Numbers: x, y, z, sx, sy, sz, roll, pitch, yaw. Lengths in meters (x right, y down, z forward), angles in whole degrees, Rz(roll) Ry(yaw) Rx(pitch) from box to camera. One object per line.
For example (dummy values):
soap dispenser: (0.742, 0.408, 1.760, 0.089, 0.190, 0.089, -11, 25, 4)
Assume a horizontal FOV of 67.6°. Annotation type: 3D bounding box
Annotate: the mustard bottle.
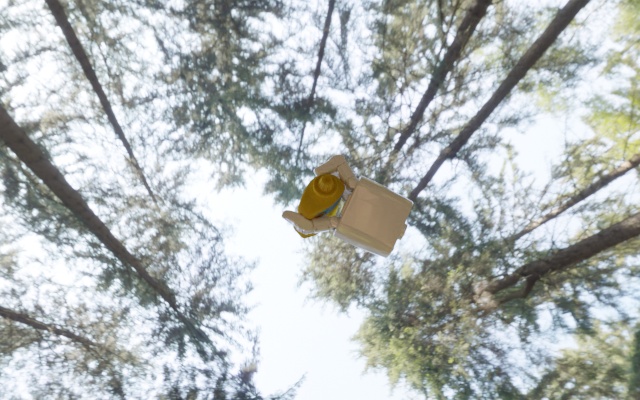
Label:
mustard bottle: (0.000, 0.003, 0.866, 0.096, 0.058, 0.192, -38, -13, -20)
